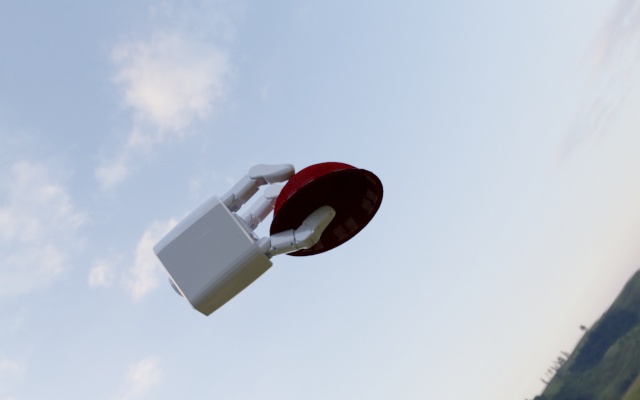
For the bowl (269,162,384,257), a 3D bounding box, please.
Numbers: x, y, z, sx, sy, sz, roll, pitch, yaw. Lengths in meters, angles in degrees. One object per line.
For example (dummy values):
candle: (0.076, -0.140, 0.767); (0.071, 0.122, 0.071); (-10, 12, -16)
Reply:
bowl: (0.001, 0.001, 0.627); (0.162, 0.055, 0.162); (-19, -37, -15)
